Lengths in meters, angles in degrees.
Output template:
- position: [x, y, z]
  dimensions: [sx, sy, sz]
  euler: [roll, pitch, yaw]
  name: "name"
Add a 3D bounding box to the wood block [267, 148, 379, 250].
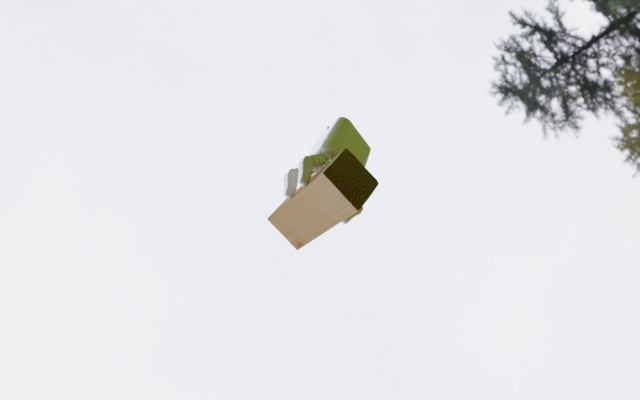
- position: [0.000, 0.003, 0.900]
  dimensions: [0.206, 0.091, 0.090]
  euler: [-37, 9, 48]
  name: "wood block"
